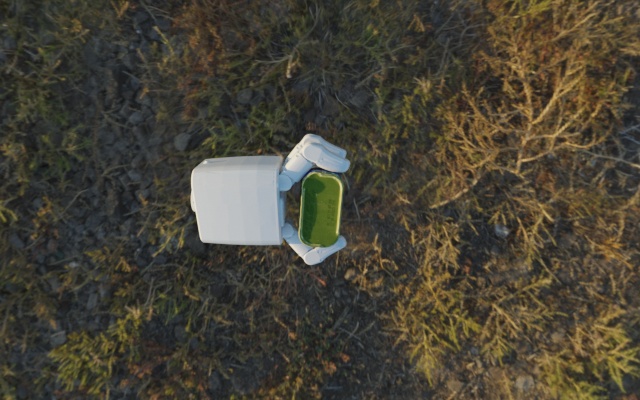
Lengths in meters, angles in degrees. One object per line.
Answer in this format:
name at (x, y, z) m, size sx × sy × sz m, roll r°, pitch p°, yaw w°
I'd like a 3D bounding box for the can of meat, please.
can of meat at (0.000, 0.002, 0.620) m, size 0.057 × 0.102 × 0.084 m, roll 4°, pitch 16°, yaw -1°
